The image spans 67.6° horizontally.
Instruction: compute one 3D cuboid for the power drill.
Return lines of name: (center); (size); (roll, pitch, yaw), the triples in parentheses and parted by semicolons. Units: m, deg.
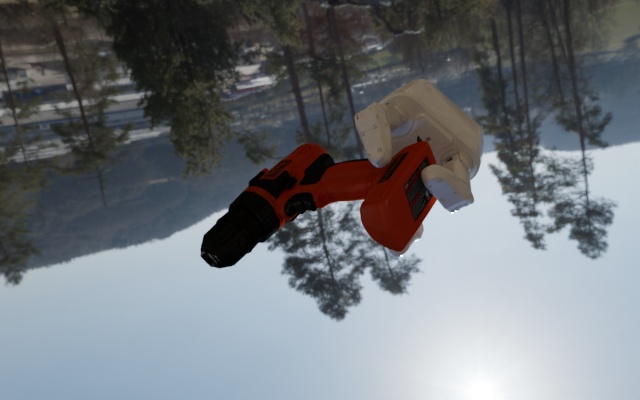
power drill: (0.001, 0.001, 0.439); (0.187, 0.057, 0.184); (2, 38, 39)
